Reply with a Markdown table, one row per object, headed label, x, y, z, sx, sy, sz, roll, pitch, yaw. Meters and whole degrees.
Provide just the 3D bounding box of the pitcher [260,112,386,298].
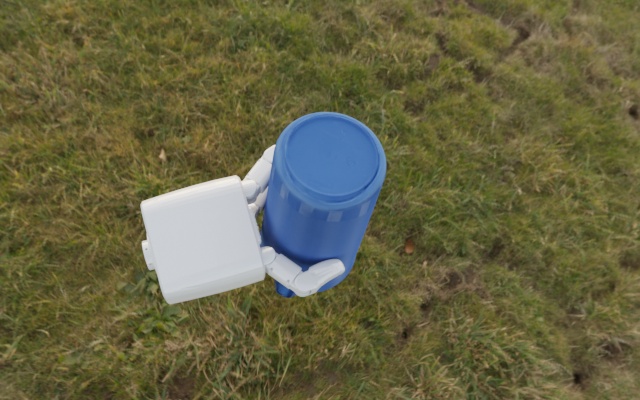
| label | x | y | z | sx | sy | sz | roll | pitch | yaw |
| --- | --- | --- | --- | --- | --- | --- | --- | --- | --- |
| pitcher | 0.000 | 0.002 | 0.552 | 0.145 | 0.149 | 0.243 | -15 | -23 | -15 |
